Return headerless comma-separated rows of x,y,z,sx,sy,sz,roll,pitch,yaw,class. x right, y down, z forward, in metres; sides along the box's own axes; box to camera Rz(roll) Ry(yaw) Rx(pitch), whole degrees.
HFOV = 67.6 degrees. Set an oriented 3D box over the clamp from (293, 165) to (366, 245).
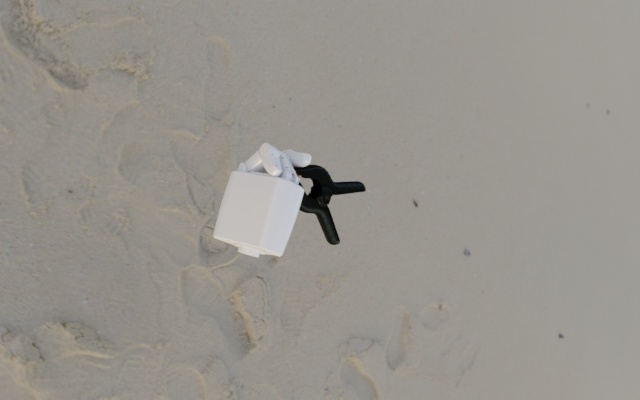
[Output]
0.000,0.003,0.791,0.171,0.120,0.039,23,-10,-39,clamp
